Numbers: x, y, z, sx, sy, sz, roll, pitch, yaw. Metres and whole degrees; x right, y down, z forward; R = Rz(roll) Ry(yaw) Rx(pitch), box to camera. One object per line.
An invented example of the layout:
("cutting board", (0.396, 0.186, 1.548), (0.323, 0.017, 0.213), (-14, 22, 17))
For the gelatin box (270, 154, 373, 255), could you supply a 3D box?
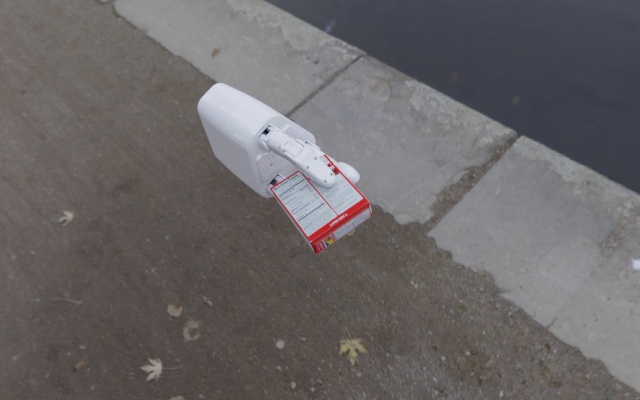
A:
("gelatin box", (0.000, 0.002, 0.506), (0.073, 0.089, 0.030), (-34, -35, -9))
